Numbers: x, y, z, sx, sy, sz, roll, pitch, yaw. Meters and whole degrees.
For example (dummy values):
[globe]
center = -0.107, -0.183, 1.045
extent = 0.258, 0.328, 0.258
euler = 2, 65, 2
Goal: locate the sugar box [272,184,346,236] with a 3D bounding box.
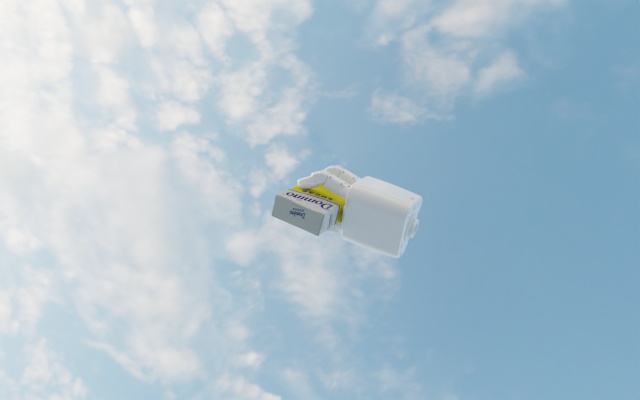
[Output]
[sugar box]
center = 0.000, 0.002, 0.838
extent = 0.093, 0.048, 0.176
euler = 22, 20, 19
